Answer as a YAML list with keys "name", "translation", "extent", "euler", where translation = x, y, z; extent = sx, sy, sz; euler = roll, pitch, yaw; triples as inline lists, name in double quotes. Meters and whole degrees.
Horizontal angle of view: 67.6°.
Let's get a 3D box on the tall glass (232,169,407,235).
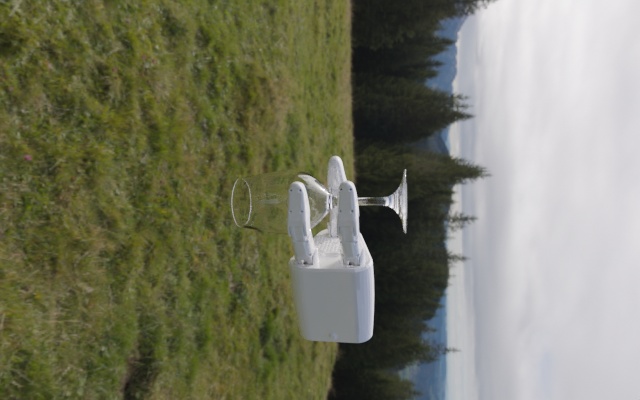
- name: "tall glass"
  translation: [0.001, 0.002, 0.565]
  extent: [0.201, 0.079, 0.079]
  euler: [0, 0, 12]
